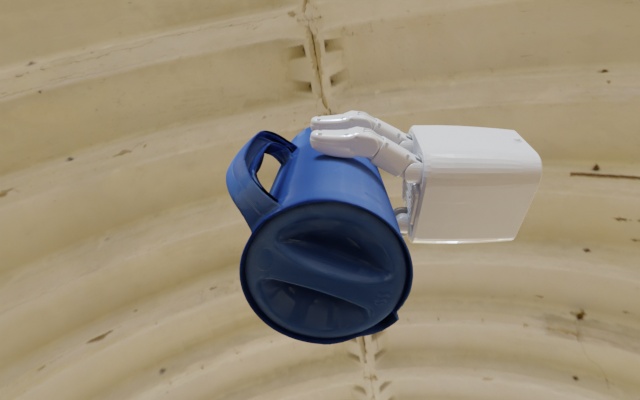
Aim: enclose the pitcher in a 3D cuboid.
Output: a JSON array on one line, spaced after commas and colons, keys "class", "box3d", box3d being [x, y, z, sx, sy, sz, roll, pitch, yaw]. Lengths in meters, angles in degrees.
[{"class": "pitcher", "box3d": [0.000, 0.002, 0.462, 0.145, 0.149, 0.242, 1, 26, 1]}]
